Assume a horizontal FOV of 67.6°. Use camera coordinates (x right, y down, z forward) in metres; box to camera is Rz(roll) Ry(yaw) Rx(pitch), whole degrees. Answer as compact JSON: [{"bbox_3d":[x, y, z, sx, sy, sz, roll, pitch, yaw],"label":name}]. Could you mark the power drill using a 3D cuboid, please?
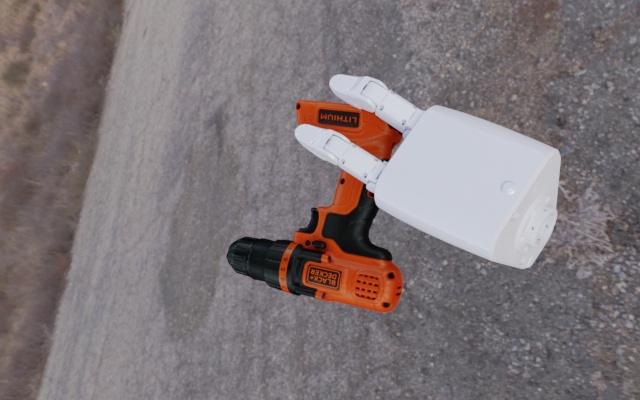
[{"bbox_3d":[0.000,0.001,0.465,0.184,0.187,0.057,10,1,23],"label":"power drill"}]
